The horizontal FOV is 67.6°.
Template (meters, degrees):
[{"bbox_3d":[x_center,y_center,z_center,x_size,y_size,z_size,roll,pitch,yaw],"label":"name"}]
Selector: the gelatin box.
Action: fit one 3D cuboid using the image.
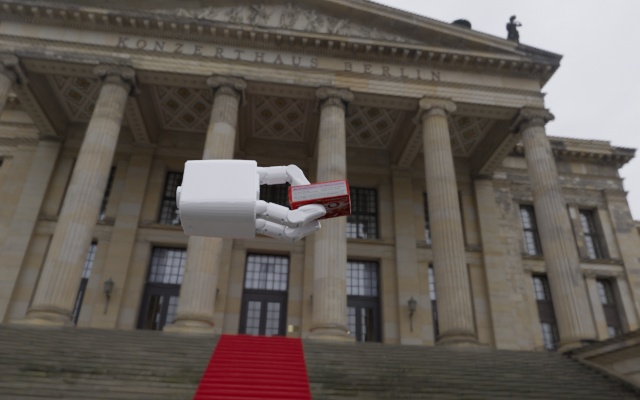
[{"bbox_3d":[0.000,0.002,0.724,0.089,0.030,0.073,-8,-26,2],"label":"gelatin box"}]
